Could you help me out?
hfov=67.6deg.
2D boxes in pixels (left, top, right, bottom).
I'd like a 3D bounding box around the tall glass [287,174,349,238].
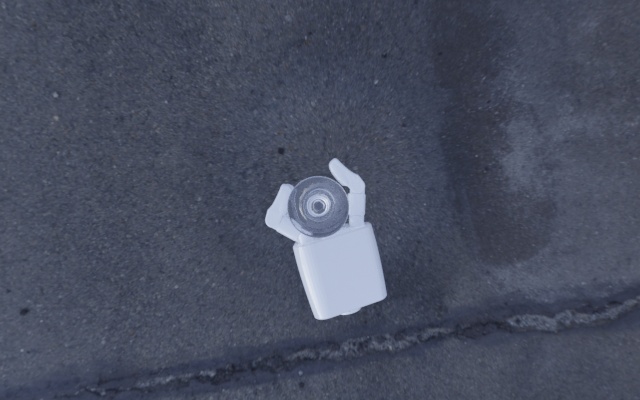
[{"bbox_3d":[0.000,0.002,0.666,0.079,0.079,0.201,0,4,2],"label":"tall glass"}]
